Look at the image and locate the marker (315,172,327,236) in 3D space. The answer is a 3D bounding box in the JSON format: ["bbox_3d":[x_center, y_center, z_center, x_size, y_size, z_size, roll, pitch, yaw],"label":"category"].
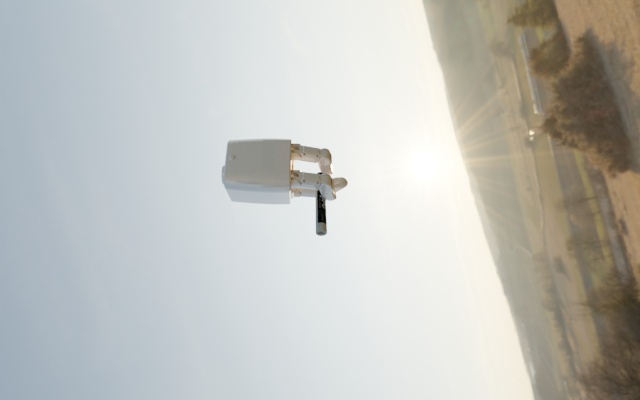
[{"bbox_3d":[0.000,0.003,0.804,0.020,0.121,0.020,-1,-33,-1],"label":"marker"}]
